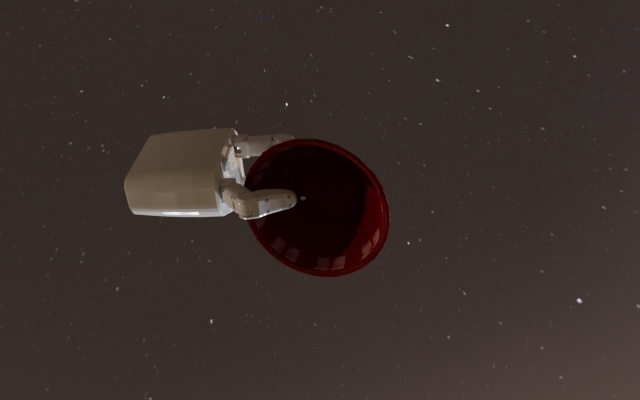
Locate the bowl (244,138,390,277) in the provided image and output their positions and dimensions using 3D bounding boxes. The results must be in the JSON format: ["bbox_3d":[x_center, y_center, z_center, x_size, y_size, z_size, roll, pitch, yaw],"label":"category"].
[{"bbox_3d":[0.001,0.002,0.520,0.162,0.162,0.055,0,26,20],"label":"bowl"}]
